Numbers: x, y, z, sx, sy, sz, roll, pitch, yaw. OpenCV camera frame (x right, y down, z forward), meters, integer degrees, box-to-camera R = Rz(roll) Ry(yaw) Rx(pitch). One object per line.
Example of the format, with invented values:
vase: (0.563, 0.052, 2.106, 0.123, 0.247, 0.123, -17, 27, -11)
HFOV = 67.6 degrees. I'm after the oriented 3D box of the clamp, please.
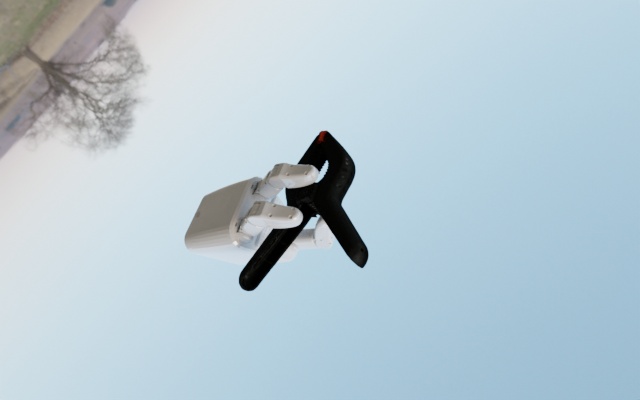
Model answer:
clamp: (0.001, 0.002, 0.532, 0.164, 0.209, 0.036, -11, -42, 39)
